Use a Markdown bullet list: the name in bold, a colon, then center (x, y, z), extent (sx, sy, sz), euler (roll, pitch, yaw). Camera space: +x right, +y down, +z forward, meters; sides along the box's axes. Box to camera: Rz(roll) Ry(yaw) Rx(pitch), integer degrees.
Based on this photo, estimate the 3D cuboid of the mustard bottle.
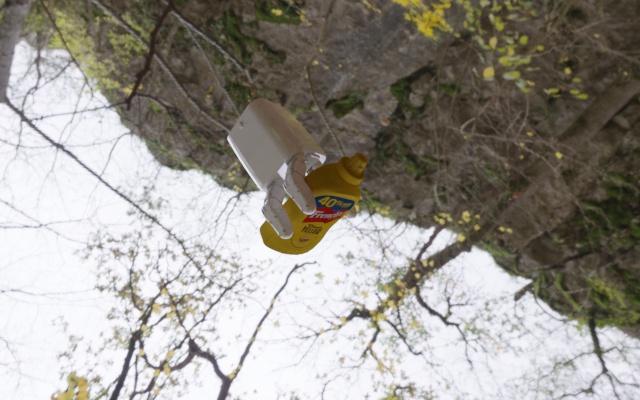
- **mustard bottle**: center (0.000, 0.003, 0.676), extent (0.096, 0.058, 0.192), euler (13, -47, -38)
